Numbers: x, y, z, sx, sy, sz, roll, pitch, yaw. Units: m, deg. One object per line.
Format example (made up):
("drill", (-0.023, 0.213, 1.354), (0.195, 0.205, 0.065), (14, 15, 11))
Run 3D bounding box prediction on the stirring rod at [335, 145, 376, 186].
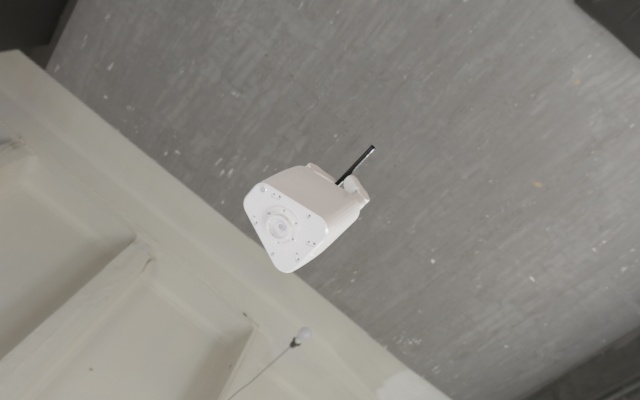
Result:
("stirring rod", (0.000, 0.002, 0.728), (0.240, 0.011, 0.011), (-46, -25, 26))
